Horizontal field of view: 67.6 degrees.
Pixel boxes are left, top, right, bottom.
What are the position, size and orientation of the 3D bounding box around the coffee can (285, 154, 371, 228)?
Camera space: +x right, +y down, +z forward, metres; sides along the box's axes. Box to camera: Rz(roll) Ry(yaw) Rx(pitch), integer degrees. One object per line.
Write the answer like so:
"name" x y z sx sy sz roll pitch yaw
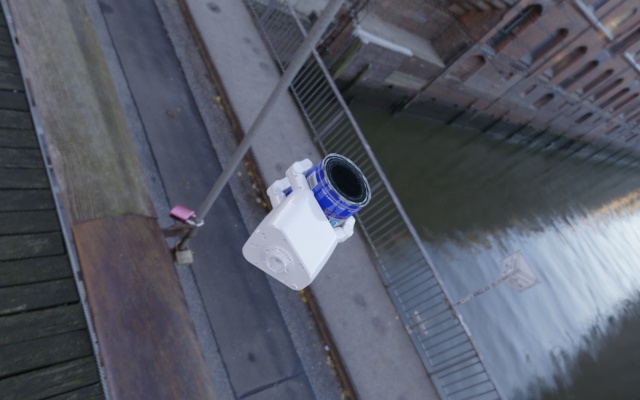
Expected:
"coffee can" 0.000 0.003 0.806 0.103 0.102 0.140 0 -32 -47
